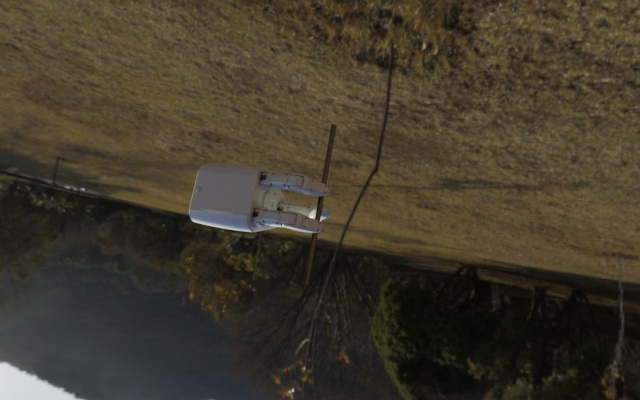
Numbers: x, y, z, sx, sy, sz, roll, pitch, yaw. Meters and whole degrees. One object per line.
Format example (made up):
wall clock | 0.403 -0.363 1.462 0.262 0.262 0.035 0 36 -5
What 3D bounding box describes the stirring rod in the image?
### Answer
stirring rod | 0.000 0.002 0.695 0.011 0.239 0.011 10 -12 2
